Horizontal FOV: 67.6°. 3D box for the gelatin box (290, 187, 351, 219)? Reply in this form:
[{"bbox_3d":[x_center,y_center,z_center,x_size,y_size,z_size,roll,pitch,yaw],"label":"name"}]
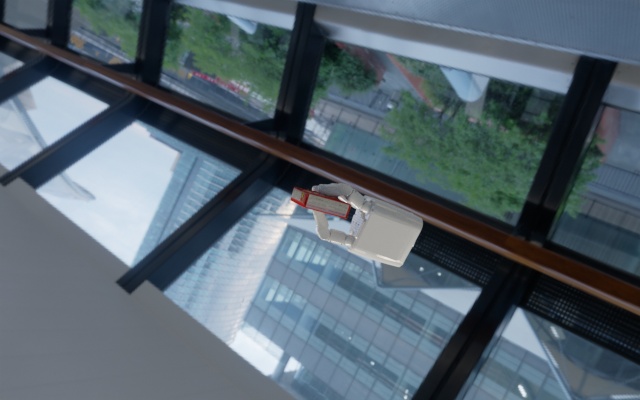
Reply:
[{"bbox_3d":[0.000,0.003,0.860,0.089,0.030,0.073,14,4,-25],"label":"gelatin box"}]
